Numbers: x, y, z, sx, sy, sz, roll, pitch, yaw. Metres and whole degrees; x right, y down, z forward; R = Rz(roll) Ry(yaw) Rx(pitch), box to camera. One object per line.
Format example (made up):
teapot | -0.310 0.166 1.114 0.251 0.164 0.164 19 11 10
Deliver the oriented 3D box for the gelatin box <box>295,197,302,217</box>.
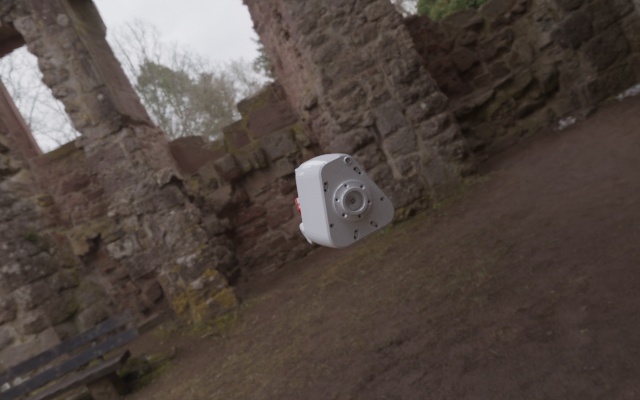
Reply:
gelatin box | 0.000 0.002 0.755 0.073 0.030 0.089 -25 12 0
